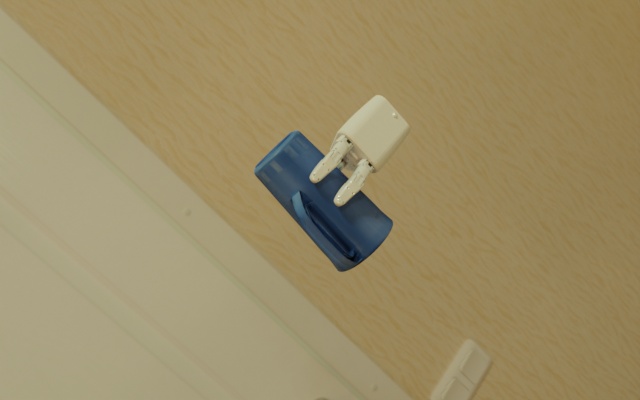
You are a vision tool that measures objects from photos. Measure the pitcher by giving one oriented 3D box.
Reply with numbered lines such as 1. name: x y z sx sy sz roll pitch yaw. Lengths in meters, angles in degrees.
1. pitcher: 0.000 0.003 0.828 0.145 0.243 0.149 -47 10 -18
